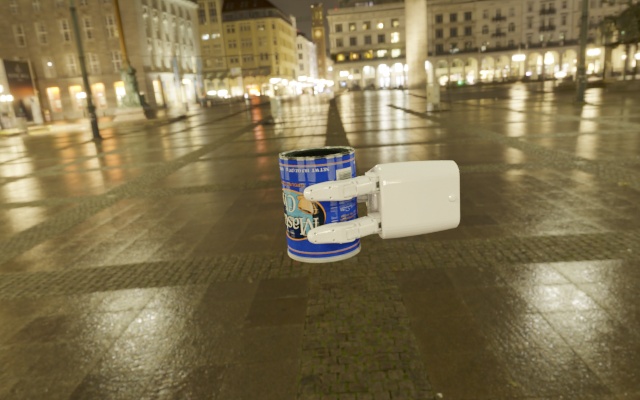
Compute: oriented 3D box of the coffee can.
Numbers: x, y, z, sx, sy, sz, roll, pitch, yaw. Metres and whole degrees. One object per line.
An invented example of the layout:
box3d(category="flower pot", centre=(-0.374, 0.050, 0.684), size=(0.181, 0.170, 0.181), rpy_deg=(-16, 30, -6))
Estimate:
box3d(category="coffee can", centre=(0.000, 0.002, 0.654), size=(0.103, 0.140, 0.102), rpy_deg=(-4, 13, 1))
